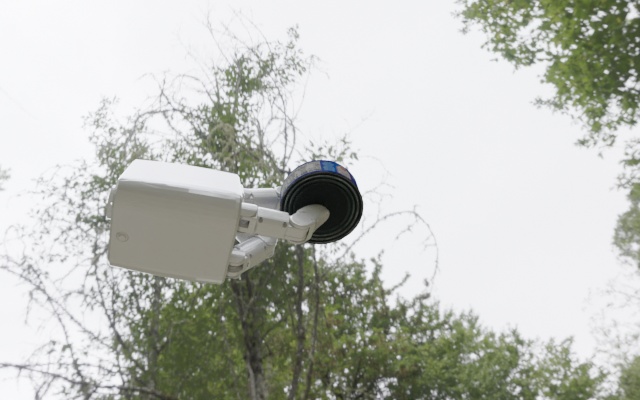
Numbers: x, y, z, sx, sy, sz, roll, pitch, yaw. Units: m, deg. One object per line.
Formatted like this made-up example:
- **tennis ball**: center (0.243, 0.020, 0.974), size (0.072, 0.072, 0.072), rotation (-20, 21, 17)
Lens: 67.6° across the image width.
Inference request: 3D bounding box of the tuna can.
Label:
- **tuna can**: center (0.000, 0.001, 0.498), size (0.086, 0.086, 0.033), rotation (0, 30, -6)
